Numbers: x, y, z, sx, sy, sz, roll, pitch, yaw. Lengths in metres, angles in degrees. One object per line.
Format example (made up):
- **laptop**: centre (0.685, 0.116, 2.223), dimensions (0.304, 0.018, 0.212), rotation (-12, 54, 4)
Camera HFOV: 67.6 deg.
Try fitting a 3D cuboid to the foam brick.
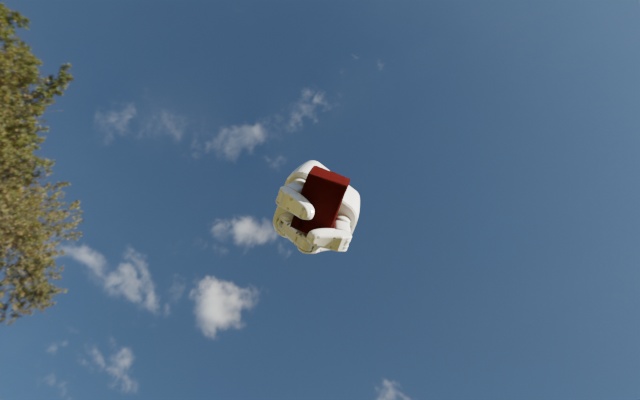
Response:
- **foam brick**: centre (0.000, 0.002, 0.613), dimensions (0.053, 0.078, 0.051), rotation (21, 18, 3)
